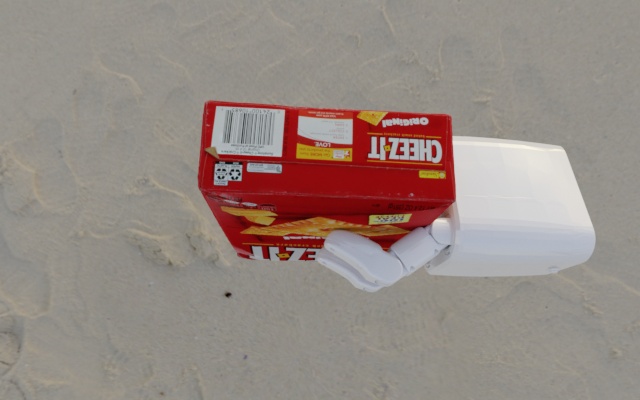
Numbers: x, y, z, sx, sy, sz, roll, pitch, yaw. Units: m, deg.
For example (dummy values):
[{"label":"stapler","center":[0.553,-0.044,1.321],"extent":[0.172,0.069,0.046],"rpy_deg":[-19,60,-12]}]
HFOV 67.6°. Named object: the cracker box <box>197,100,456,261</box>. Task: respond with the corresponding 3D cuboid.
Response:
[{"label":"cracker box","center":[0.000,0.001,0.400],"extent":[0.164,0.072,0.214],"rpy_deg":[3,-18,-2]}]
